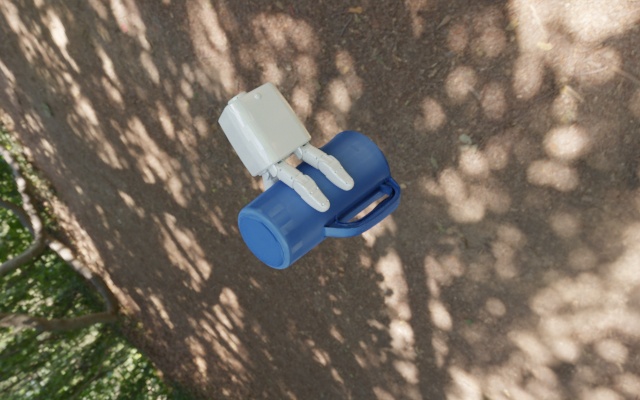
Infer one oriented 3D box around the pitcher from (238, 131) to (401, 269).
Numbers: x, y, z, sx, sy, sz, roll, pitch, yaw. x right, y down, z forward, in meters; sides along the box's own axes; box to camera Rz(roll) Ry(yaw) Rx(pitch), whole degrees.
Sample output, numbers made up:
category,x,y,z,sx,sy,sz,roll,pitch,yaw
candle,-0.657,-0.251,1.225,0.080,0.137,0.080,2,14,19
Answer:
category,x,y,z,sx,sy,sz,roll,pitch,yaw
pitcher,0.000,0.002,0.751,0.242,0.145,0.149,-38,10,-34
